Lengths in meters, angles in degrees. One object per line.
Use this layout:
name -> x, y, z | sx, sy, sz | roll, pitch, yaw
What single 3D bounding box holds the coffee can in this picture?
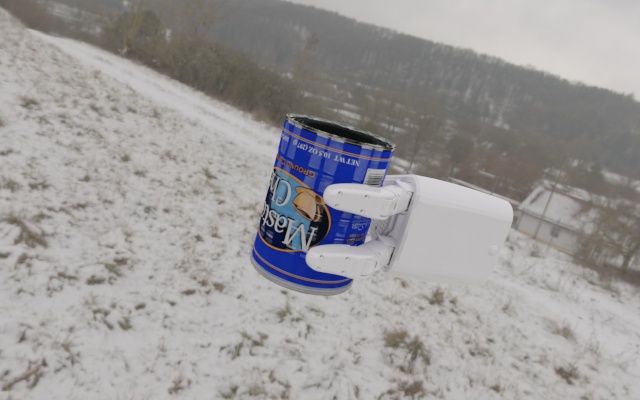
coffee can -> 0.000, 0.002, 0.444 | 0.103, 0.140, 0.102 | 15, 16, -4
